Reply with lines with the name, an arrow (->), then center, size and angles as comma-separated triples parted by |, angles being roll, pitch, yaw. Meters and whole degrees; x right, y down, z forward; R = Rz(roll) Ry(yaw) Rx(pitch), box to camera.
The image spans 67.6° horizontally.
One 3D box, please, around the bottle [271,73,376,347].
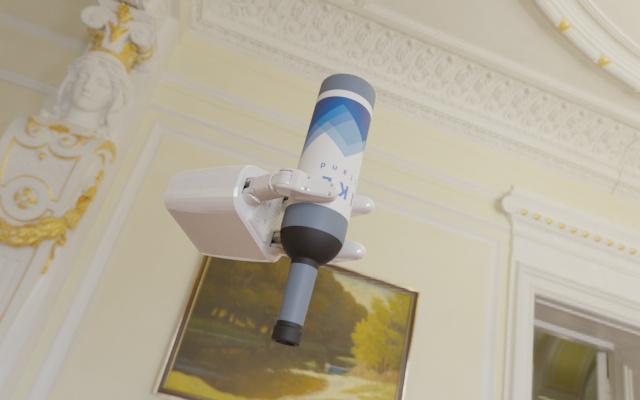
bottle -> 0.000, 0.001, 0.500 | 0.069, 0.295, 0.069 | 12, -25, 6
